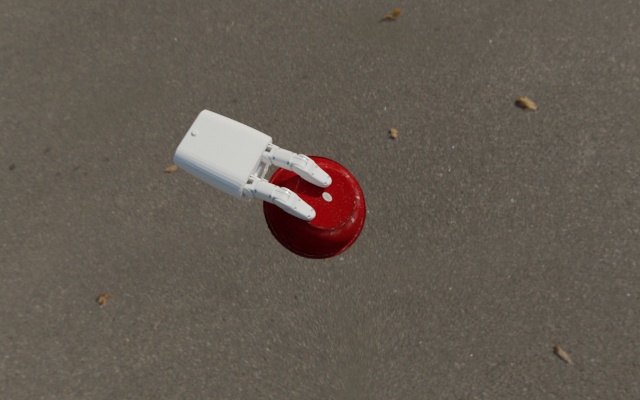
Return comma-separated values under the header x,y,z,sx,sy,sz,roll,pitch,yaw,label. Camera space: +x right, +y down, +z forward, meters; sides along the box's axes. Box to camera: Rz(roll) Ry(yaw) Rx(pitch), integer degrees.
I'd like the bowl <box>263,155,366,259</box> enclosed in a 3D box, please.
x,y,z,sx,sy,sz,roll,pitch,yaw,label
0.001,0.003,0.697,0.162,0.162,0.055,0,-14,-17,bowl
